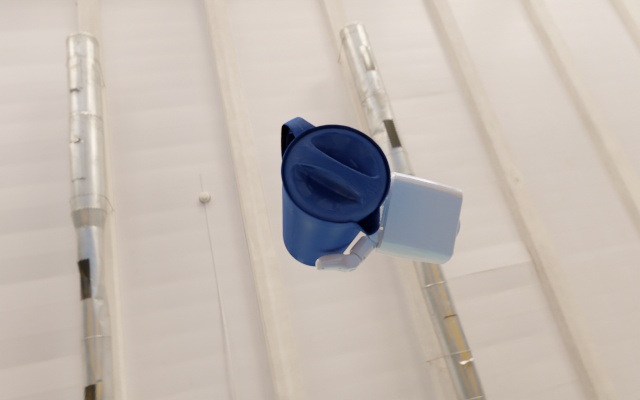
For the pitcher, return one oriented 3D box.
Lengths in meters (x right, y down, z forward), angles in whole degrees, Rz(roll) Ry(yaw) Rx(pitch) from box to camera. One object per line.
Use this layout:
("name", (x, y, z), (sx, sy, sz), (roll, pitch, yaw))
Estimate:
("pitcher", (0.000, 0.002, 0.674), (0.145, 0.149, 0.243), (11, -24, -3))
